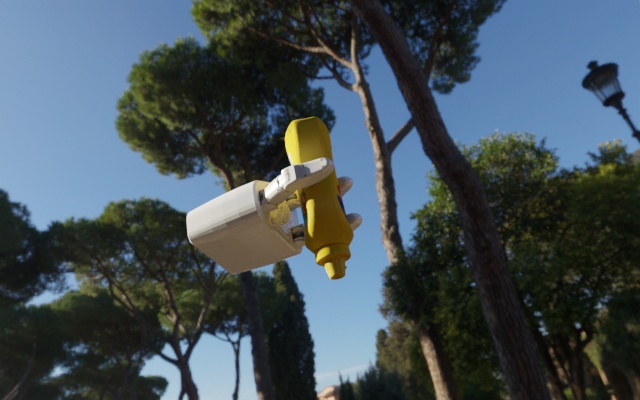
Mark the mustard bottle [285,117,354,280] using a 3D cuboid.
[{"bbox_3d":[0.000,0.002,0.575,0.058,0.191,0.096,-10,-25,-4],"label":"mustard bottle"}]
